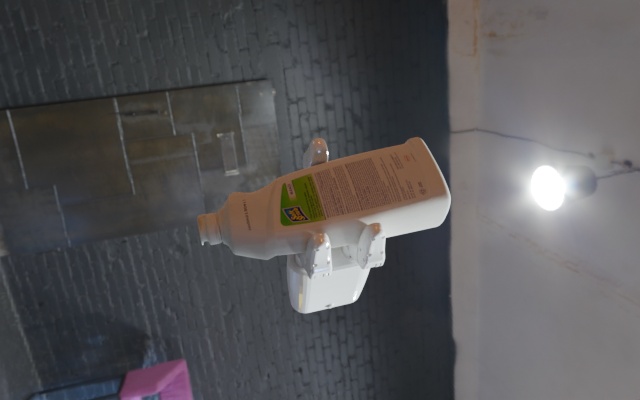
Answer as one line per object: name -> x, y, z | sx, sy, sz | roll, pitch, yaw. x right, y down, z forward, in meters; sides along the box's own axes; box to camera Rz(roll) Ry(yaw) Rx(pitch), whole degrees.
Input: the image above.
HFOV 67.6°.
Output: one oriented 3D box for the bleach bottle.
bleach bottle -> 0.000, 0.002, 0.498 | 0.251, 0.102, 0.068 | -10, -36, -12
